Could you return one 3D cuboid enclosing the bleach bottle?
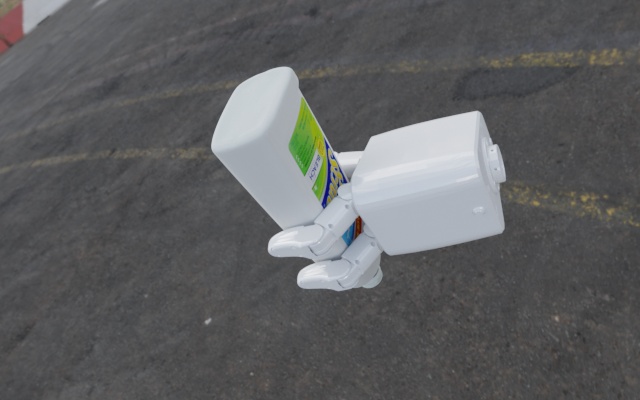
[{"bbox_3d":[0.000,0.002,0.468,0.068,0.102,0.251,-12,-45,28],"label":"bleach bottle"}]
